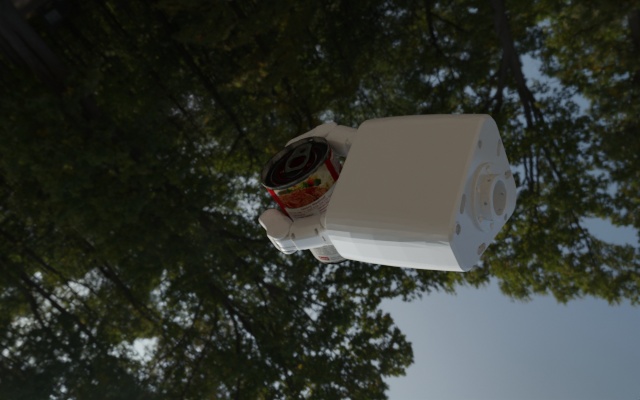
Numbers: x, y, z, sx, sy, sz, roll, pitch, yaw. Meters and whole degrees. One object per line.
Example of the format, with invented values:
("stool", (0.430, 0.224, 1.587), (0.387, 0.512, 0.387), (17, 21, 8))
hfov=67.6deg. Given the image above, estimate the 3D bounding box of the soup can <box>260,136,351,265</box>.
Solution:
("soup can", (0.000, 0.002, 0.440), (0.068, 0.102, 0.068), (-22, 34, 16))
